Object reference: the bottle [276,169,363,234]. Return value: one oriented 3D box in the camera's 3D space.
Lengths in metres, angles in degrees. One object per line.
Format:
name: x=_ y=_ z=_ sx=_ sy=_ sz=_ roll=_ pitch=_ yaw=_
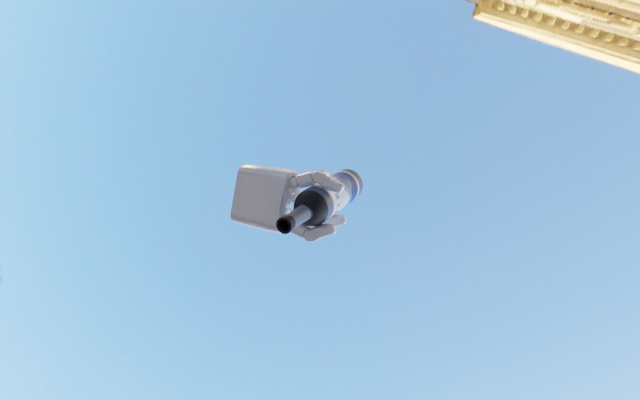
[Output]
bottle: x=0.000 y=0.003 z=0.866 sx=0.069 sy=0.069 sz=0.295 roll=0 pitch=14 yaw=24
